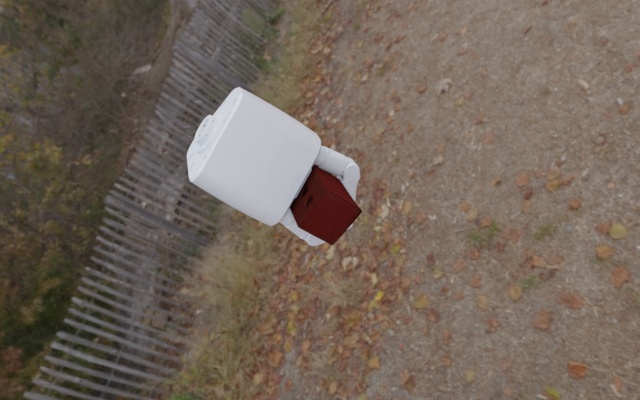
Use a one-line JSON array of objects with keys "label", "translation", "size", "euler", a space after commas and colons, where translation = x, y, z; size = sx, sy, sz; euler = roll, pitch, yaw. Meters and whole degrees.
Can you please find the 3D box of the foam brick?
[{"label": "foam brick", "translation": [0.000, 0.002, 0.532], "size": [0.051, 0.053, 0.078], "euler": [31, 15, -29]}]
